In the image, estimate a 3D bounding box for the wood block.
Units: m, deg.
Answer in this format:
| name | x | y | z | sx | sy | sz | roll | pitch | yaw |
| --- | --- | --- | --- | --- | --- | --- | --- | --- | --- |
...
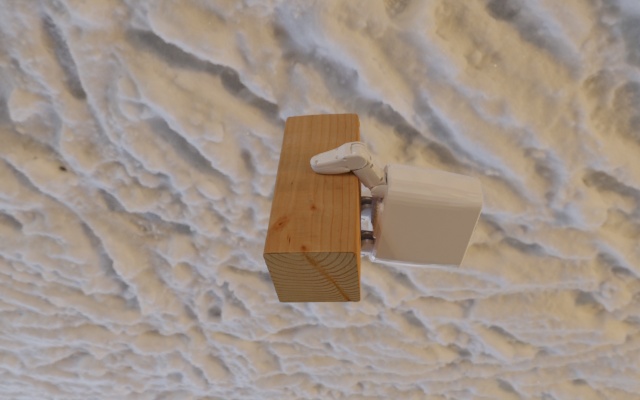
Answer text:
| name | x | y | z | sx | sy | sz | roll | pitch | yaw |
| --- | --- | --- | --- | --- | --- | --- | --- | --- | --- |
| wood block | 0.000 | 0.002 | 0.541 | 0.090 | 0.206 | 0.091 | -2 | -42 | 7 |
